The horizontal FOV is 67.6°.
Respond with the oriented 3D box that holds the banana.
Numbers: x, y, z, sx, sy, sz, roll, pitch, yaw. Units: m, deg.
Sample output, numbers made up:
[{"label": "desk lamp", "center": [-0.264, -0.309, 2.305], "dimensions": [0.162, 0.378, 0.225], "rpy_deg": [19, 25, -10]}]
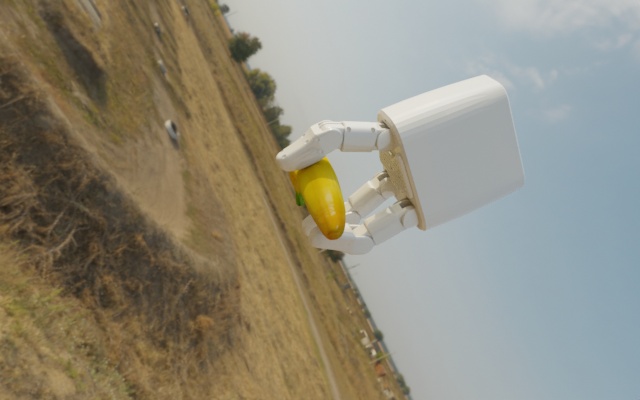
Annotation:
[{"label": "banana", "center": [-0.006, -0.017, 0.459], "dimensions": [0.037, 0.069, 0.197], "rpy_deg": [-17, 10, -6]}]
